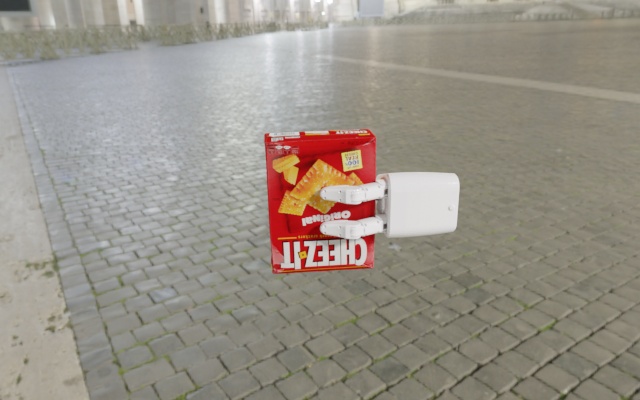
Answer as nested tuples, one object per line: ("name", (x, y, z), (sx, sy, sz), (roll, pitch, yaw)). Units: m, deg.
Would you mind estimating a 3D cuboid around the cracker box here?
("cracker box", (0.000, 0.002, 0.738), (0.164, 0.214, 0.072), (-3, 19, -4))
